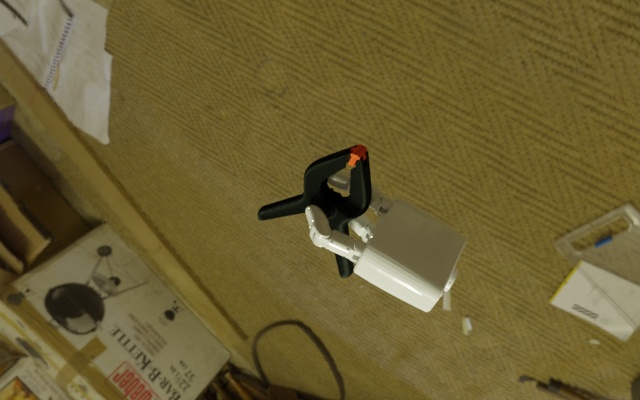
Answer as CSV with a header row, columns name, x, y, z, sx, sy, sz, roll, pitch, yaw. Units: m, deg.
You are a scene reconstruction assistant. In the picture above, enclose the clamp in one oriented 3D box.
name,x,y,z,sx,sy,sz,roll,pitch,yaw
clamp,0.000,0.002,0.645,0.164,0.210,0.036,28,42,8
